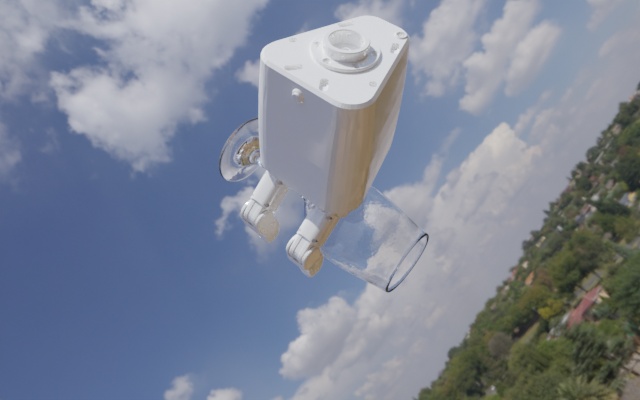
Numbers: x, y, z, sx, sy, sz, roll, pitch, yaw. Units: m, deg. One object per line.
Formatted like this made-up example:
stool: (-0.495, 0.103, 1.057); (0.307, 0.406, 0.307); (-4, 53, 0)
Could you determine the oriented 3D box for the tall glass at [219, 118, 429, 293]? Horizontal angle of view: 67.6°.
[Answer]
tall glass: (0.000, 0.001, 0.447); (0.201, 0.079, 0.079); (35, 15, 22)
